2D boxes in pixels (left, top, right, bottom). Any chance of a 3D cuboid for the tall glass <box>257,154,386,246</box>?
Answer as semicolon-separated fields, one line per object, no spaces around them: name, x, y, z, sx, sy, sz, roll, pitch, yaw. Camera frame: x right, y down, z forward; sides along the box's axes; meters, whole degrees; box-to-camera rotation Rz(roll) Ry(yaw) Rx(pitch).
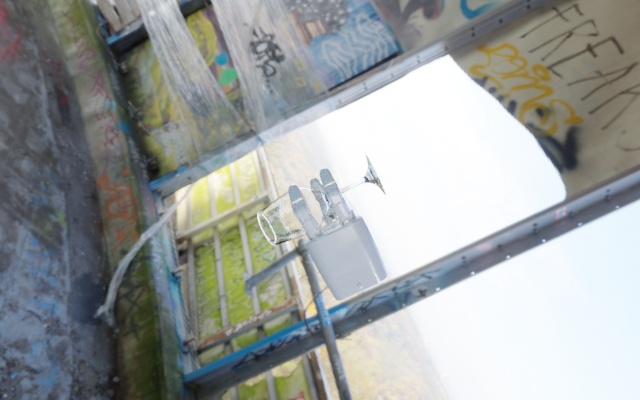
tall glass;0.001;0.002;0.770;0.201;0.079;0.079;-26;-3;5
